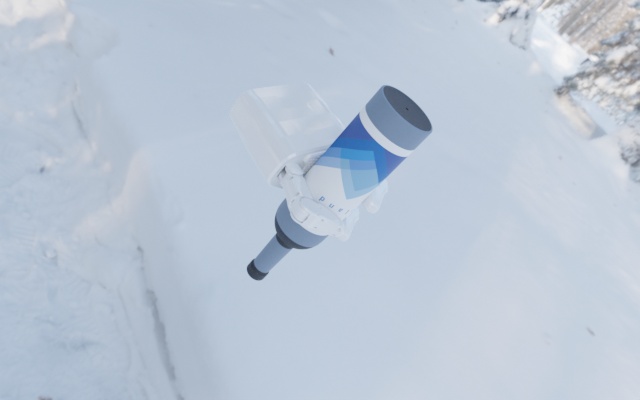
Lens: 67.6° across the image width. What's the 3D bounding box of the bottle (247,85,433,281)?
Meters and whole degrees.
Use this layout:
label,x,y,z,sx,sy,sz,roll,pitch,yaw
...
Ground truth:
label,x,y,z,sx,sy,sz,roll,pitch,yaw
bottle,0.000,0.002,0.542,0.069,0.069,0.296,0,-38,-47
